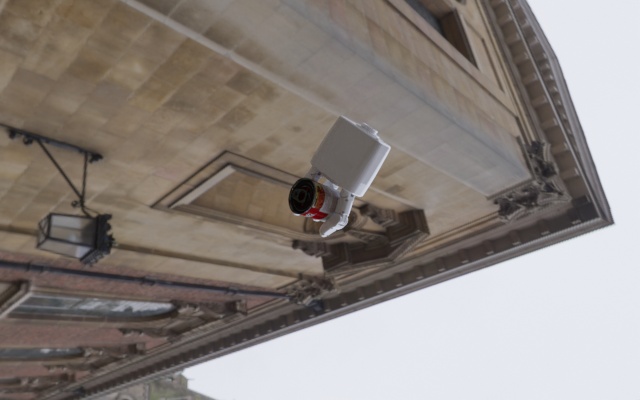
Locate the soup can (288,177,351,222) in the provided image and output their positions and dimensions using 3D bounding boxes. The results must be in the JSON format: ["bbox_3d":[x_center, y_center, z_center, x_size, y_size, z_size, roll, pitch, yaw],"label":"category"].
[{"bbox_3d":[0.000,0.003,0.883,0.068,0.068,0.102,0,-13,44],"label":"soup can"}]
